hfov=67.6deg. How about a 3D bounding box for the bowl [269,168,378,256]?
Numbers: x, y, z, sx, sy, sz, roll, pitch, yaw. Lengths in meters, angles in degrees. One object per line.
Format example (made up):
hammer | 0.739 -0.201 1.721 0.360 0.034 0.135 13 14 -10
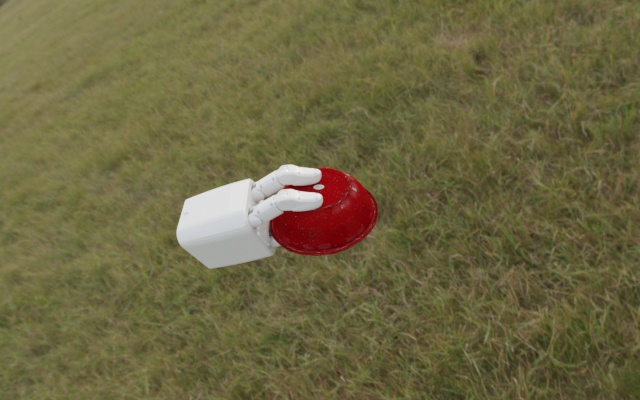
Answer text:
bowl | 0.001 0.002 0.683 0.162 0.055 0.162 -7 40 6
